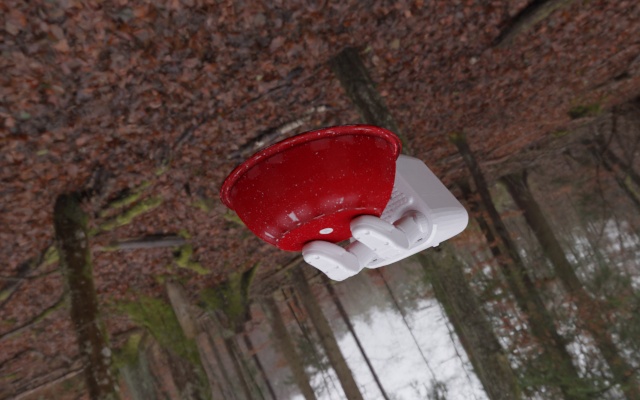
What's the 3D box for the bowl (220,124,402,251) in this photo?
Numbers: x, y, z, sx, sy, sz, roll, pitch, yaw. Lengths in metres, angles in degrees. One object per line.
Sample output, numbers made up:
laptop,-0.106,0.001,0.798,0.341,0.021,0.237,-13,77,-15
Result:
bowl,-0.001,0.002,0.406,0.162,0.055,0.162,-15,-20,-6
